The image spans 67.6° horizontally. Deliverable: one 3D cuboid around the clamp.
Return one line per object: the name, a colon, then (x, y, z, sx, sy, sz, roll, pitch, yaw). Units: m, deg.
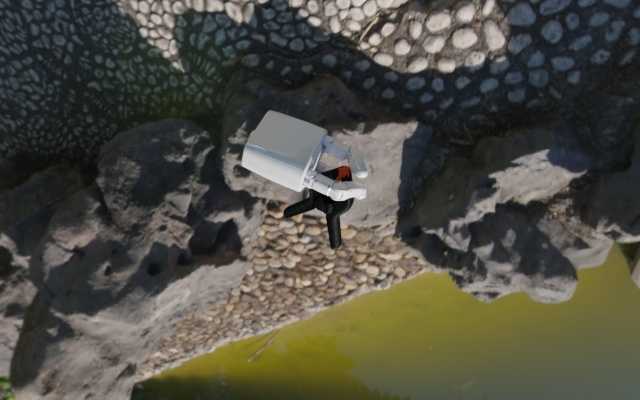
clamp: (0.000, 0.003, 0.822, 0.120, 0.172, 0.039, 23, 38, 6)
